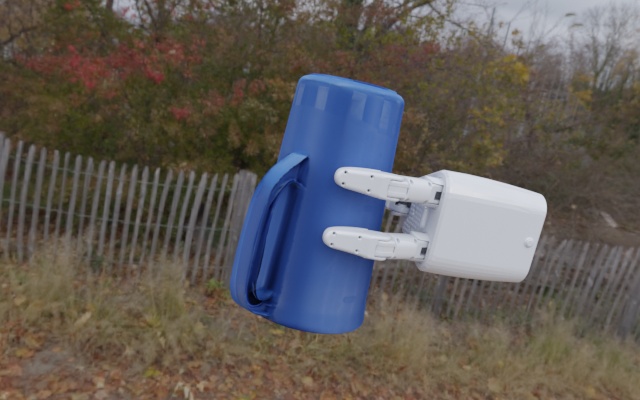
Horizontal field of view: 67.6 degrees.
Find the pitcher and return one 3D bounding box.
[{"bbox_3d":[0.000,0.002,0.483,0.145,0.243,0.149,11,10,-7],"label":"pitcher"}]
